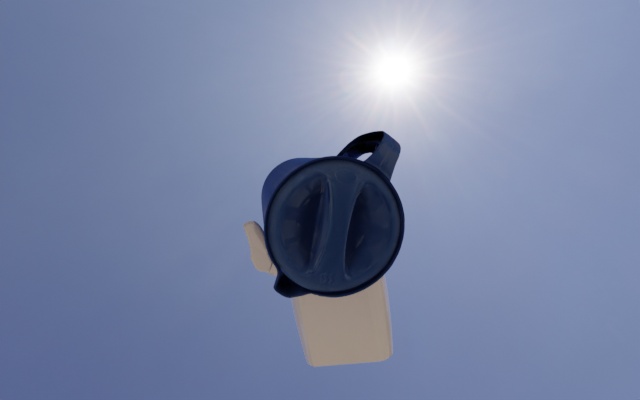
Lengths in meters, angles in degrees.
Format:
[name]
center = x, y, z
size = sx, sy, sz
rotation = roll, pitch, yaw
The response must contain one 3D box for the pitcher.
[pitcher]
center = 0.000, 0.002, 0.549
size = 0.149, 0.145, 0.243
rotation = -11, 10, -9
